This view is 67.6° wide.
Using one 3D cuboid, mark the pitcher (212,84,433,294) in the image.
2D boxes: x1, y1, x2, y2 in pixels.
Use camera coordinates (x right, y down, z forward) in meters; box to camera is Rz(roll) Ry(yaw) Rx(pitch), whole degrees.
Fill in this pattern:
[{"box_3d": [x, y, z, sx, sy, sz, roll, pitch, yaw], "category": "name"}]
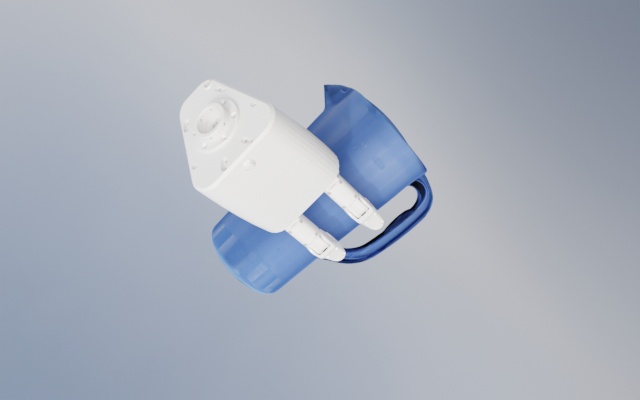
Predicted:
[{"box_3d": [0.000, 0.002, 0.556, 0.145, 0.243, 0.149, 36, 14, -53], "category": "pitcher"}]
